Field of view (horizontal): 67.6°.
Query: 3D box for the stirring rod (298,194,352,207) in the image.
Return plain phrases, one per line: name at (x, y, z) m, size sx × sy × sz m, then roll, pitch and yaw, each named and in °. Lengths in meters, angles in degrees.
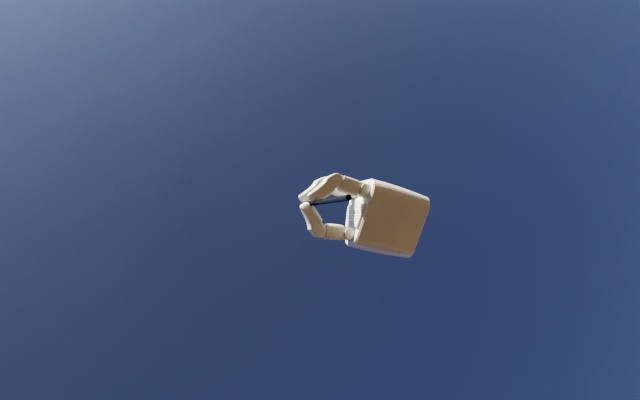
stirring rod at (0.000, 0.002, 0.696) m, size 0.011 × 0.011 × 0.239 m, roll 0°, pitch -3°, yaw -17°
